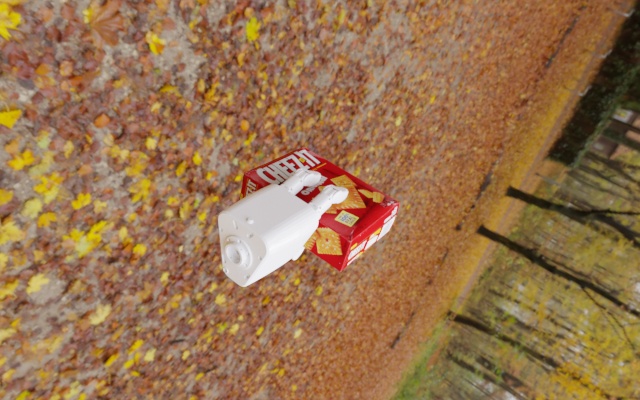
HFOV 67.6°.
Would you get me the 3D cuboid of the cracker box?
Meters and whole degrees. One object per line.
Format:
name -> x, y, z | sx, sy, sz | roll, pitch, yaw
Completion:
cracker box -> 0.000, 0.003, 0.790 | 0.213, 0.072, 0.164 | 33, 37, 22
